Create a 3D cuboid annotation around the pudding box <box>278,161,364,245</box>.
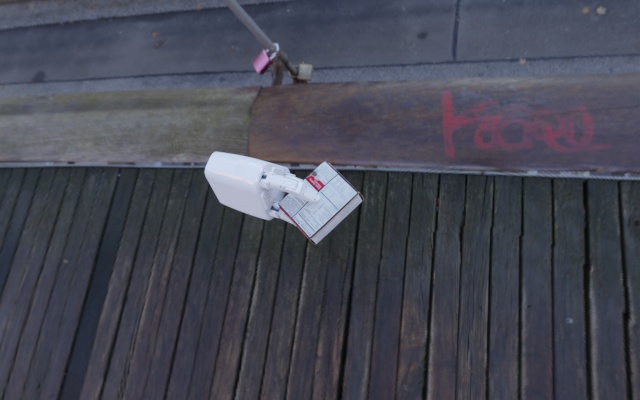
[{"bbox_3d":[0.000,0.002,0.787,0.090,0.113,0.039,46,-1,25],"label":"pudding box"}]
